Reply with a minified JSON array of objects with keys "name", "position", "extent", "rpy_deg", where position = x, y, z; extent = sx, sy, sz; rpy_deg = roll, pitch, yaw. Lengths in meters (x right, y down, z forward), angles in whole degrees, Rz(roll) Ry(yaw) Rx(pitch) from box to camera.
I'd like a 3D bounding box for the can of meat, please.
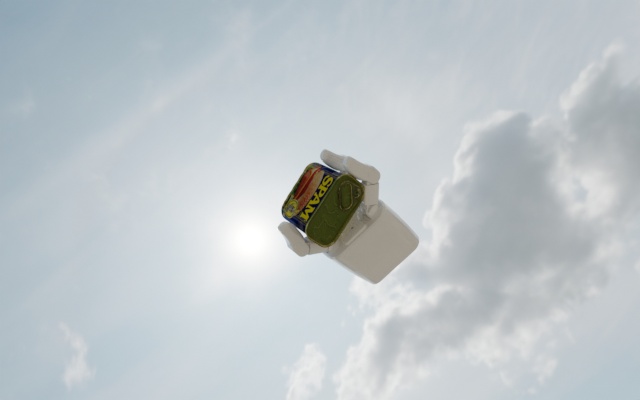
[{"name":"can of meat","position":[0.000,0.002,0.667],"extent":[0.057,0.102,0.084],"rpy_deg":[35,-2,-37]}]
